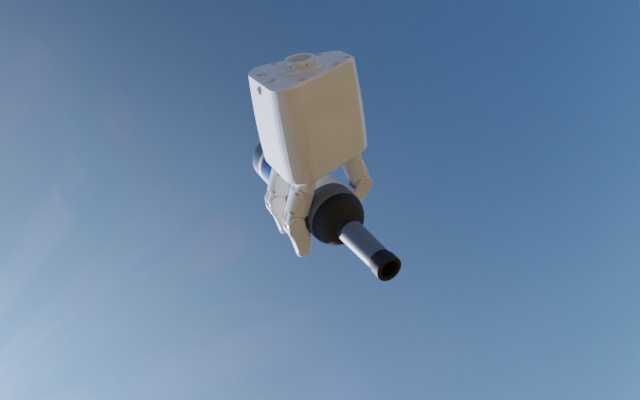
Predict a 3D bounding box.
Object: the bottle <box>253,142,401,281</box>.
[{"bbox_3d":[0.000,0.002,0.570,0.069,0.069,0.295,0,26,-30],"label":"bottle"}]
